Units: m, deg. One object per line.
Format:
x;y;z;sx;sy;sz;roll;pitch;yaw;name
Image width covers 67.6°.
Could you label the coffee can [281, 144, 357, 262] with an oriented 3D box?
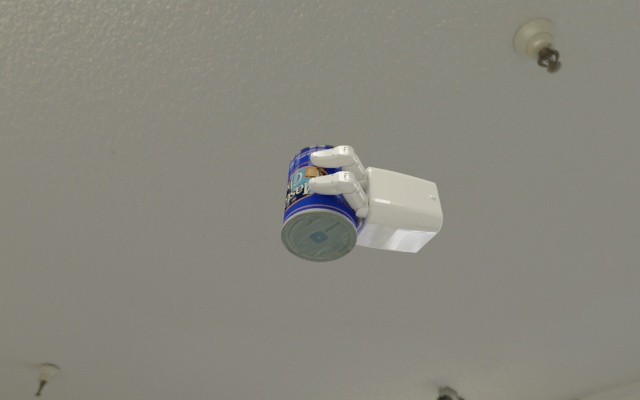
0.000;0.002;0.689;0.103;0.103;0.140;1;45;1;coffee can
